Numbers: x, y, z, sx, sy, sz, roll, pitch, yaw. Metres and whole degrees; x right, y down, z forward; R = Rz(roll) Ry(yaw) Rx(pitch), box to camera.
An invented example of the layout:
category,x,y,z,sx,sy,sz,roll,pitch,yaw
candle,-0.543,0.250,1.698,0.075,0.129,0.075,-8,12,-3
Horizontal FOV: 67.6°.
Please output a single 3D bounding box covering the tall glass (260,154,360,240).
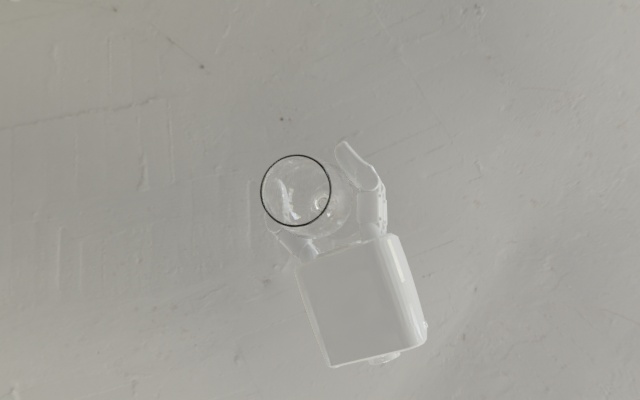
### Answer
category,x,y,z,sx,sy,sz,roll,pitch,yaw
tall glass,0.000,0.002,0.492,0.079,0.079,0.201,0,-6,13
